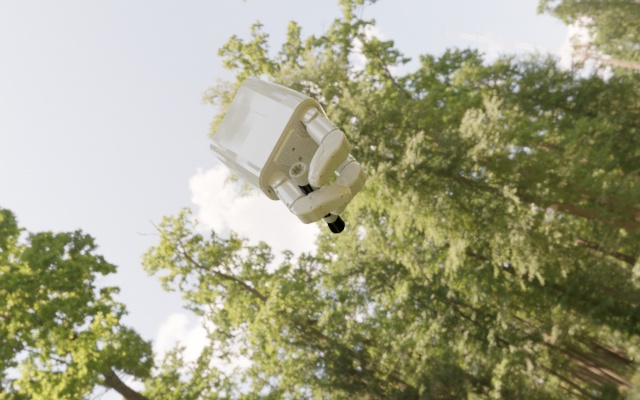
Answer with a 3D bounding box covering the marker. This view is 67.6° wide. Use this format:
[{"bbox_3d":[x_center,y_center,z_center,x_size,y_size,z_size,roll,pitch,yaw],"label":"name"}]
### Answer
[{"bbox_3d":[0.000,0.002,0.508,0.020,0.020,0.121,0,-31,25],"label":"marker"}]
